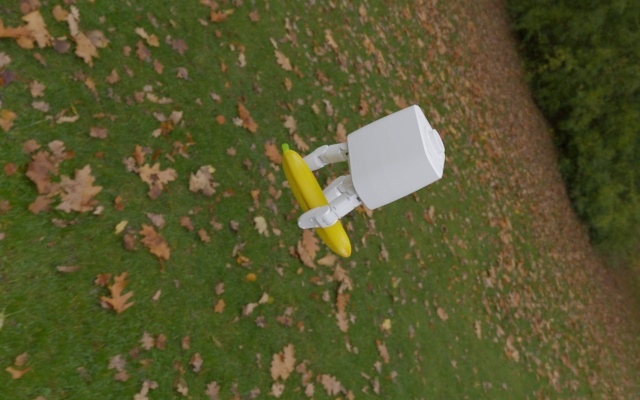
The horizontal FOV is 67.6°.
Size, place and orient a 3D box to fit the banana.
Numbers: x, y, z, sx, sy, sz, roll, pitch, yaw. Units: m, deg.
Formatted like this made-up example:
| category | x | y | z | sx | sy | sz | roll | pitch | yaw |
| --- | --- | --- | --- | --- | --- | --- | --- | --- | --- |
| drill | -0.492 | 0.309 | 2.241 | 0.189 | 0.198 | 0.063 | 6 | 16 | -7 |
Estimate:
| category | x | y | z | sx | sy | sz | roll | pitch | yaw |
| --- | --- | --- | --- | --- | --- | --- | --- | --- | --- |
| banana | -0.005 | 0.004 | 0.698 | 0.037 | 0.198 | 0.069 | -26 | 6 | 17 |
